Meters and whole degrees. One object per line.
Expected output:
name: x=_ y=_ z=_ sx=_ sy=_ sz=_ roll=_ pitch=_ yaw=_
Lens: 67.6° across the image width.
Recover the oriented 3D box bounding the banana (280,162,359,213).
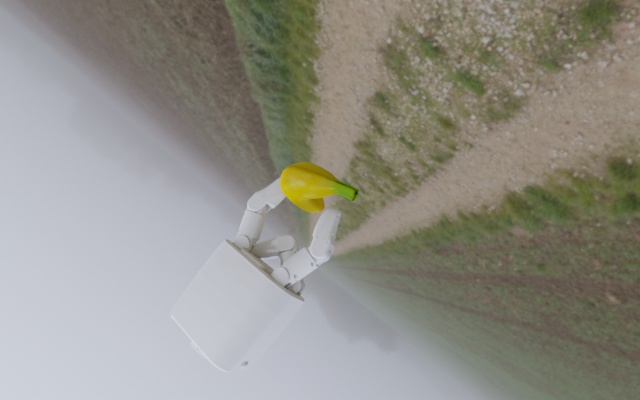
banana: x=-0.014 y=-0.010 z=0.522 sx=0.069 sy=0.037 sz=0.198 roll=39 pitch=-7 yaw=-5
